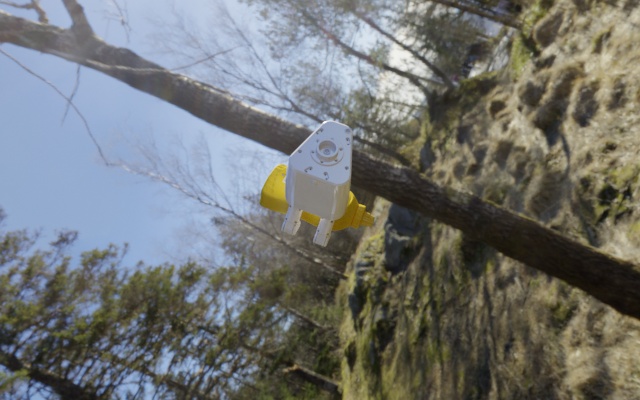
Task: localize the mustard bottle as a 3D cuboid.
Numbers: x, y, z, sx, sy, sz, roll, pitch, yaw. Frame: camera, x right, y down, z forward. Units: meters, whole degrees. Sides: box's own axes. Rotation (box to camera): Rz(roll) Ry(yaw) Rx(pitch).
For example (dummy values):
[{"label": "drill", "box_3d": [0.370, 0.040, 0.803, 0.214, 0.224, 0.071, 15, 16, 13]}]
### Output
[{"label": "mustard bottle", "box_3d": [0.000, 0.003, 0.814, 0.191, 0.058, 0.096, 20, 38, 6]}]
